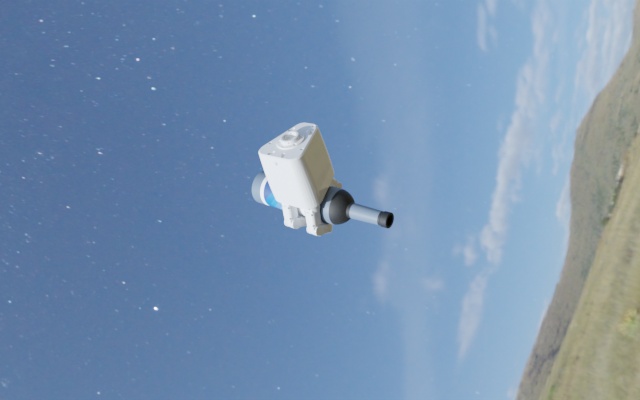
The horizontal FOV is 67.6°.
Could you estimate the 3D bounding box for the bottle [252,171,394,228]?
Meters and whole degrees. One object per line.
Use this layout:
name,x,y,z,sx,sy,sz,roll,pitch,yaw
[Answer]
bottle,0.000,0.003,0.879,0.295,0.069,0.069,15,9,36
